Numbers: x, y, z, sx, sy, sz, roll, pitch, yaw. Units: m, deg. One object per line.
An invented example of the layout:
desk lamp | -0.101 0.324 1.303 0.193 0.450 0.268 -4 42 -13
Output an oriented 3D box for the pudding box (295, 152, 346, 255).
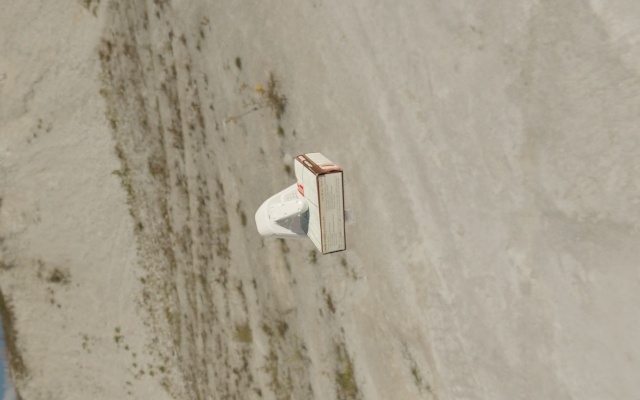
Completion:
pudding box | 0.000 0.002 0.627 0.039 0.113 0.090 -13 24 -17
